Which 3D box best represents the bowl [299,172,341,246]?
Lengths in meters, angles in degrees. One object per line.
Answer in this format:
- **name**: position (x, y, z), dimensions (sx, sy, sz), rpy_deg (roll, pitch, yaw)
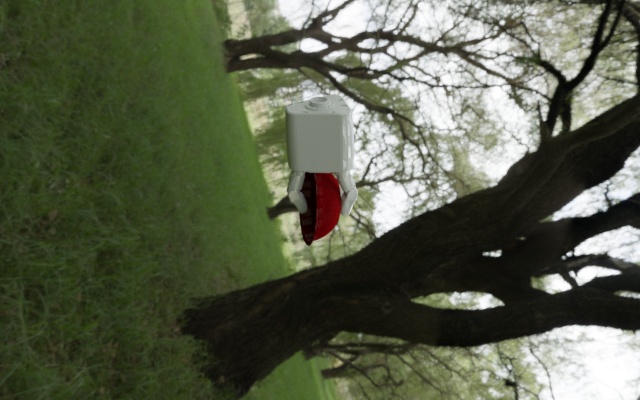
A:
- **bowl**: position (0.000, 0.004, 0.891), dimensions (0.055, 0.162, 0.162), rpy_deg (0, 0, -14)
